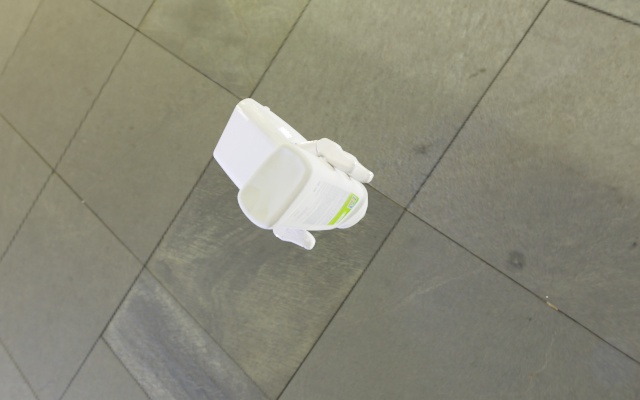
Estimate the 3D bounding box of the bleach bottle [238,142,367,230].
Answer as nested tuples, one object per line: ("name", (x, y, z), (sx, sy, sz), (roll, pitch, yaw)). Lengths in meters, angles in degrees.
("bleach bottle", (0.000, 0.002, 0.647), (0.068, 0.102, 0.251), (45, 10, 25))
